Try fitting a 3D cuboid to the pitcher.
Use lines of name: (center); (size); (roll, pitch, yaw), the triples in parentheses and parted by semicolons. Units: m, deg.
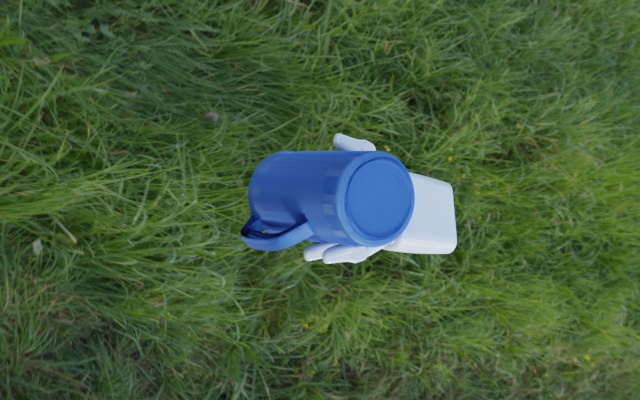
pitcher: (0.000, 0.002, 0.622); (0.145, 0.149, 0.243); (10, -3, -29)
